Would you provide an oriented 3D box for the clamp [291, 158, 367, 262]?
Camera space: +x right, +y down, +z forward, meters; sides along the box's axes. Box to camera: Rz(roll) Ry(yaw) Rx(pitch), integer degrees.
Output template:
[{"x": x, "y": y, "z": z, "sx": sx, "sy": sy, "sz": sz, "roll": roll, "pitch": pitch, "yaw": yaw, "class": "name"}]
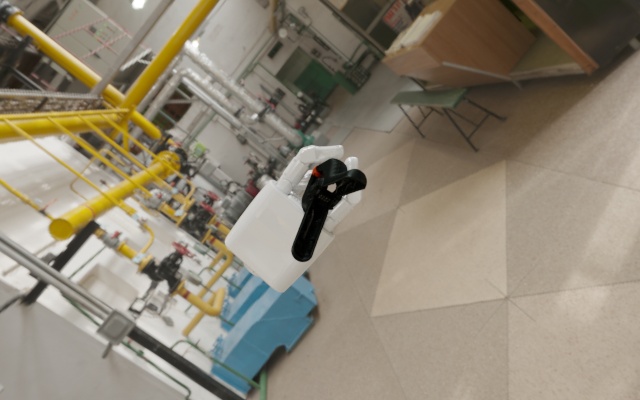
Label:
[{"x": 0.000, "y": 0.001, "z": 0.572, "sx": 0.039, "sy": 0.120, "sz": 0.171, "roll": 39, "pitch": 6, "yaw": -12, "class": "clamp"}]
